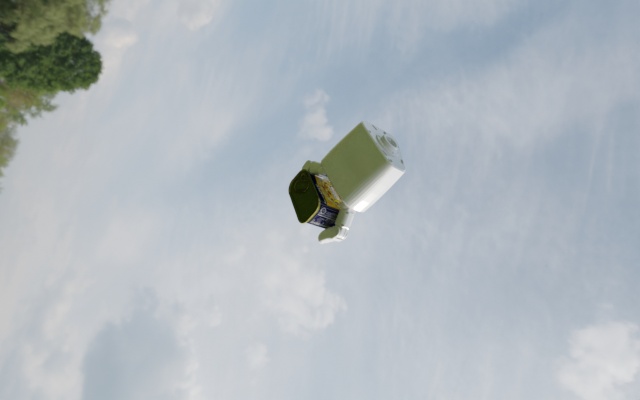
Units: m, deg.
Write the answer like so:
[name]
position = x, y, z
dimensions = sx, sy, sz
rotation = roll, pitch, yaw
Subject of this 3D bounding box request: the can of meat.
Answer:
[can of meat]
position = 0.000, 0.003, 0.843
dimensions = 0.084, 0.102, 0.057
rotation = 20, -56, -38
